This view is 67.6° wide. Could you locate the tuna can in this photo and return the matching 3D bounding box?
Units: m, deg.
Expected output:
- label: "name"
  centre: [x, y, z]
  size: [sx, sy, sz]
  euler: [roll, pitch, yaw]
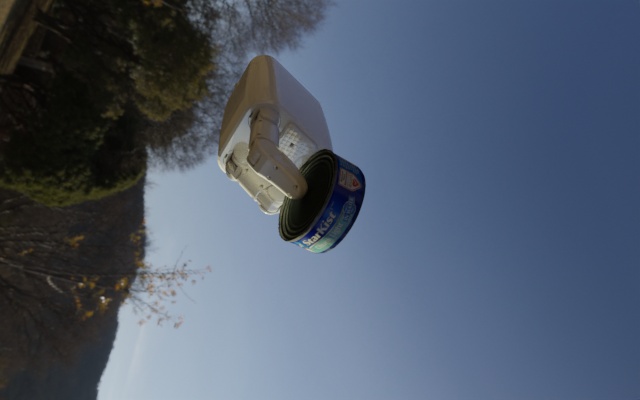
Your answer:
- label: "tuna can"
  centre: [0.001, 0.002, 0.410]
  size: [0.034, 0.086, 0.086]
  euler: [27, -12, -24]
